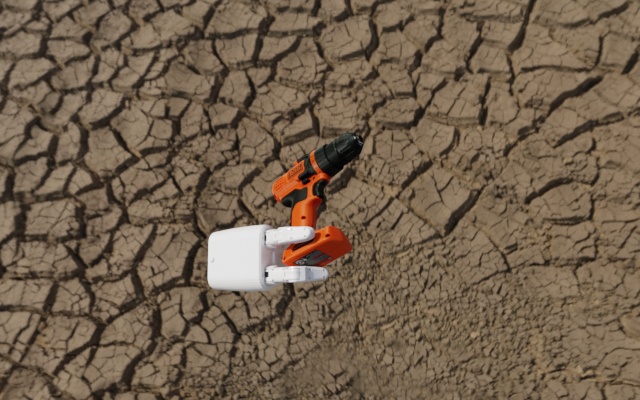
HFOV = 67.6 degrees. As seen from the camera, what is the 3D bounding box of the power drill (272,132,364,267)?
[{"bbox_3d":[0.000,0.003,0.727,0.057,0.187,0.184,29,-49,-35],"label":"power drill"}]
